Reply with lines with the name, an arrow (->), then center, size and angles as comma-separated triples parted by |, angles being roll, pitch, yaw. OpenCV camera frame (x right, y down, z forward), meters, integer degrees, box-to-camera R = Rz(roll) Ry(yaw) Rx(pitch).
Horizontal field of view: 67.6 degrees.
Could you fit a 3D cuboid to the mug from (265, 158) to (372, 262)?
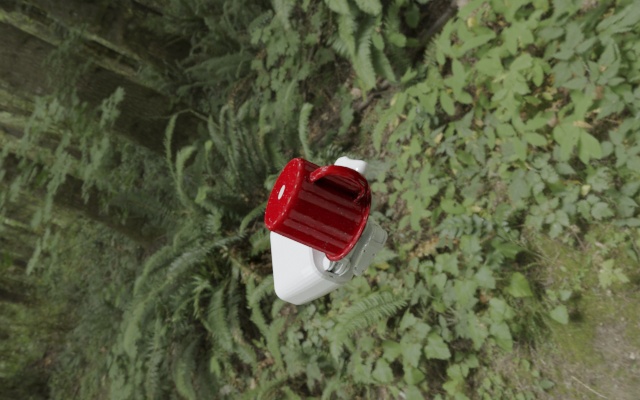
mug -> 0.001, 0.001, 0.490 | 0.081, 0.093, 0.117 | 24, -37, -20
